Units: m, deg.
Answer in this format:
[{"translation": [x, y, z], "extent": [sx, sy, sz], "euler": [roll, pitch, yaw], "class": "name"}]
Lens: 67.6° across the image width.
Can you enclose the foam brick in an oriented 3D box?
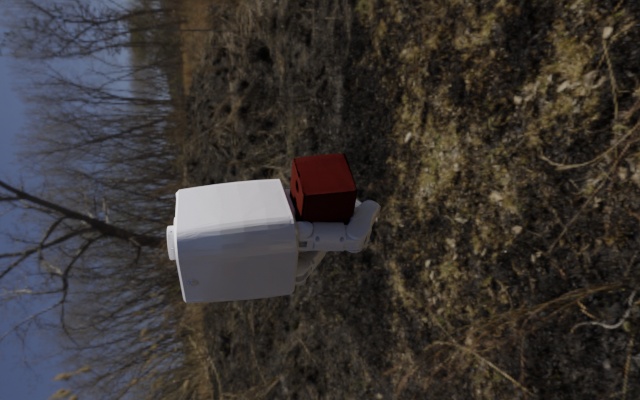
[{"translation": [0.000, 0.001, 0.460], "extent": [0.051, 0.053, 0.078], "euler": [-4, -44, -12], "class": "foam brick"}]
